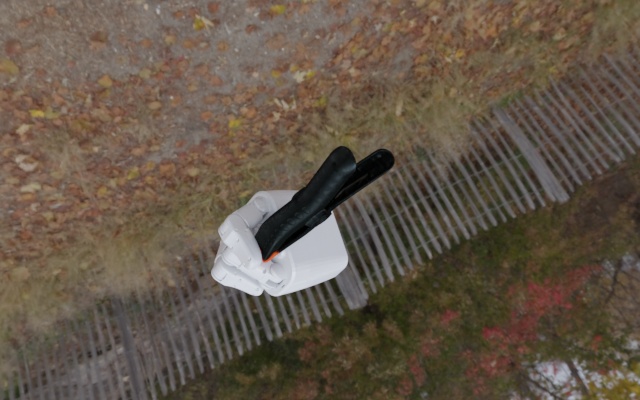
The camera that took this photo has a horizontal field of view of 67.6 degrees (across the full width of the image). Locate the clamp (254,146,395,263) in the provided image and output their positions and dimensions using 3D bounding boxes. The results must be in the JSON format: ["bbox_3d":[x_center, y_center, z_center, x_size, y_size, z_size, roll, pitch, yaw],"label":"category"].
[{"bbox_3d":[0.000,0.002,0.478,0.171,0.039,0.120,-41,-19,33],"label":"clamp"}]
